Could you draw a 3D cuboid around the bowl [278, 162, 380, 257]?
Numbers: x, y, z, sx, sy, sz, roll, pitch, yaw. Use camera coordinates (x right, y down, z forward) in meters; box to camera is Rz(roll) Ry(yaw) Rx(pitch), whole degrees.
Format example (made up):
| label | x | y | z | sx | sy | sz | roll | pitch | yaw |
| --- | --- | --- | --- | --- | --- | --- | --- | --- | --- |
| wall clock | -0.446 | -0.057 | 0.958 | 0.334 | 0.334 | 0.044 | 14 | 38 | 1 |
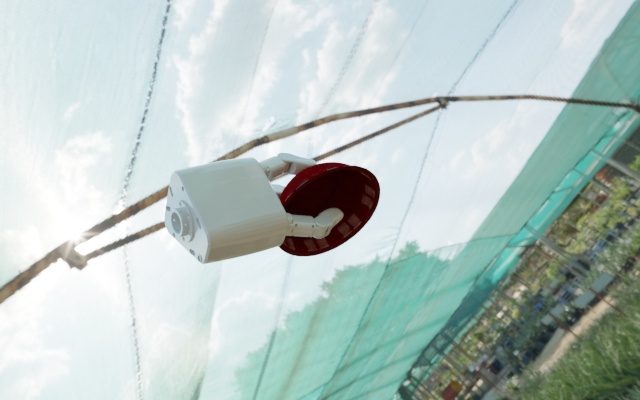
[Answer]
| label | x | y | z | sx | sy | sz | roll | pitch | yaw |
| --- | --- | --- | --- | --- | --- | --- | --- | --- | --- |
| bowl | 0.001 | 0.002 | 0.658 | 0.162 | 0.162 | 0.055 | 0 | 40 | -35 |
